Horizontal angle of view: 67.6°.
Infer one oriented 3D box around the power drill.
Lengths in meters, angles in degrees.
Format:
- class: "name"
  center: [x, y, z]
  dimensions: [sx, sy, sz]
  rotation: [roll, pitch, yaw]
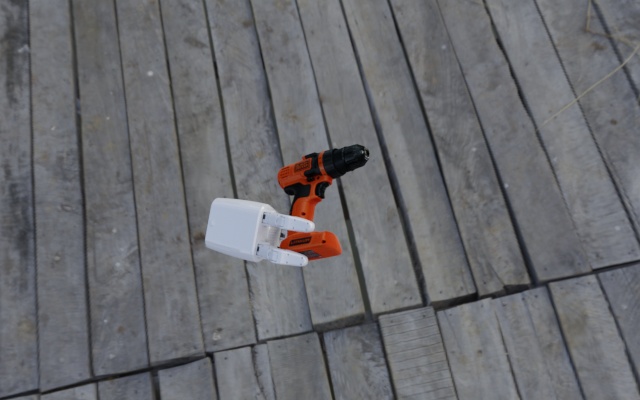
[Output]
- class: "power drill"
  center: [0.000, 0.003, 0.805]
  dimensions: [0.184, 0.187, 0.057]
  rotation: [-17, -34, 34]
